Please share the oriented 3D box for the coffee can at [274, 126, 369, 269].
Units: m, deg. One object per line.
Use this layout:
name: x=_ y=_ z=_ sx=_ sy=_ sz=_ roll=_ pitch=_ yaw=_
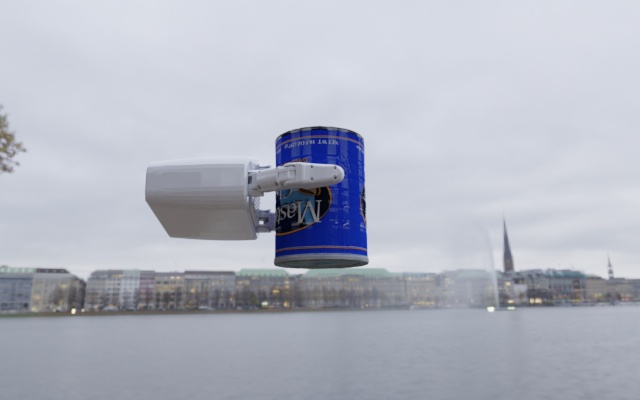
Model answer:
coffee can: x=0.000 y=0.002 z=0.530 sx=0.103 sy=0.140 sz=0.103 roll=-1 pitch=-13 yaw=0
